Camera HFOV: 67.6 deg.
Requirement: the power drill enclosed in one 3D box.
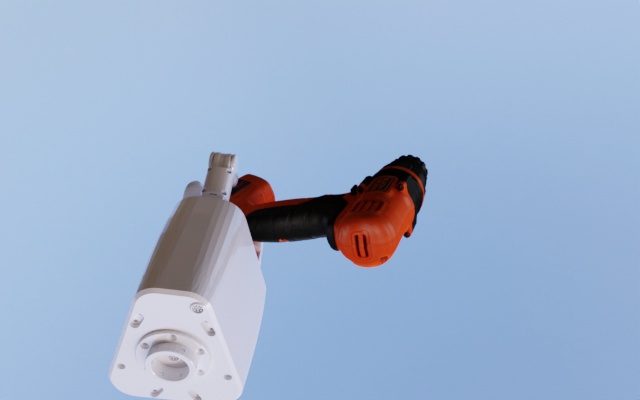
[{"bbox_3d":[0.000,0.002,0.444,0.187,0.057,0.184,-4,18,24],"label":"power drill"}]
